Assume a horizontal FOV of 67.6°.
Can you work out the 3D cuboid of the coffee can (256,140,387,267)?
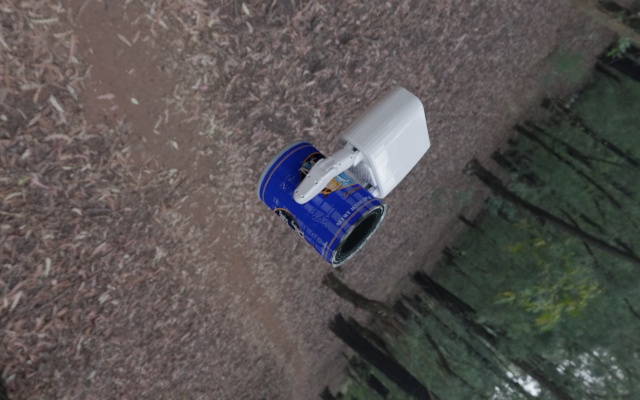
[{"bbox_3d":[0.000,0.002,0.623,0.140,0.103,0.103,41,16,20],"label":"coffee can"}]
